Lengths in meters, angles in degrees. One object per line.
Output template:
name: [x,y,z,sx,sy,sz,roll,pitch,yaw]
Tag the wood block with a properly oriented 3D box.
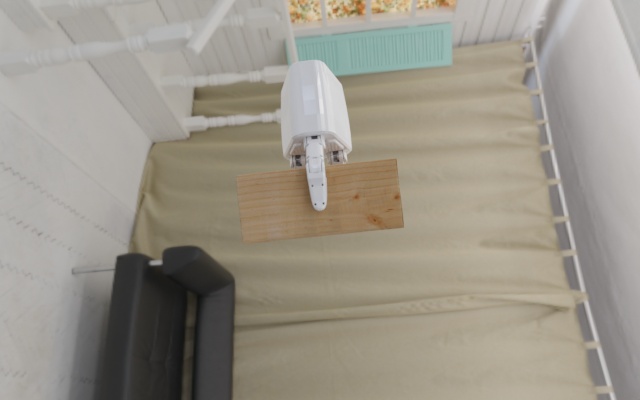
wood block: [0.000,0.002,0.645,0.206,0.090,0.091,-6,-1,3]
